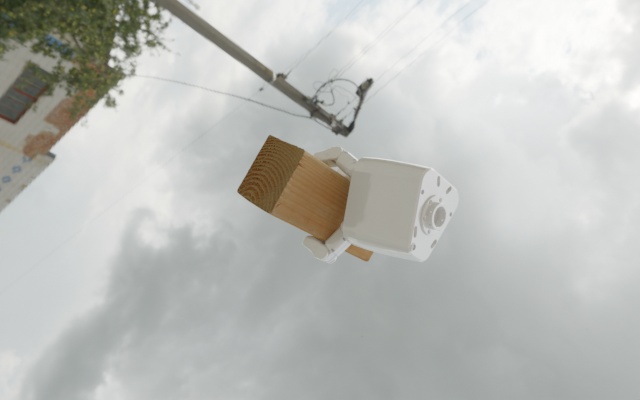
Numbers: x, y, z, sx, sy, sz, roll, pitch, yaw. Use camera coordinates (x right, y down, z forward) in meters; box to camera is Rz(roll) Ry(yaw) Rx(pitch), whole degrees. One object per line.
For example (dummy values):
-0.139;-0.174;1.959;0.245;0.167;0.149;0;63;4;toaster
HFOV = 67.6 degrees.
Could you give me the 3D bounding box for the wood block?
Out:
0.000;0.003;0.671;0.206;0.091;0.090;31;-1;-42;wood block
